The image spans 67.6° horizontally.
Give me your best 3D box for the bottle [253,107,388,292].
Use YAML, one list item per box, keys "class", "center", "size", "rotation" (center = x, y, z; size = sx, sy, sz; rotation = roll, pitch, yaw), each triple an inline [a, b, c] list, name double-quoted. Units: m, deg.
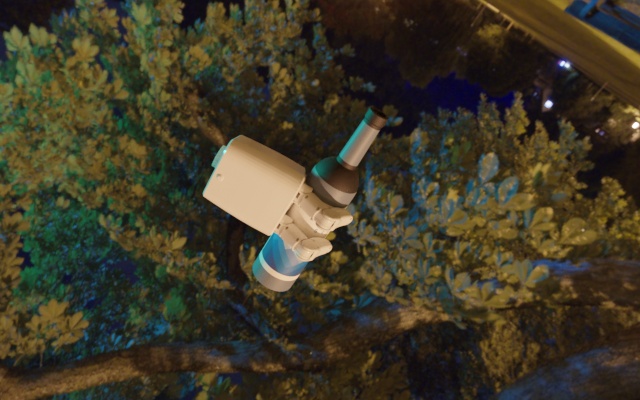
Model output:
- class: "bottle"
  center: [0.000, 0.002, 0.653]
  size: [0.069, 0.296, 0.069]
  rotation: [26, 28, -15]
